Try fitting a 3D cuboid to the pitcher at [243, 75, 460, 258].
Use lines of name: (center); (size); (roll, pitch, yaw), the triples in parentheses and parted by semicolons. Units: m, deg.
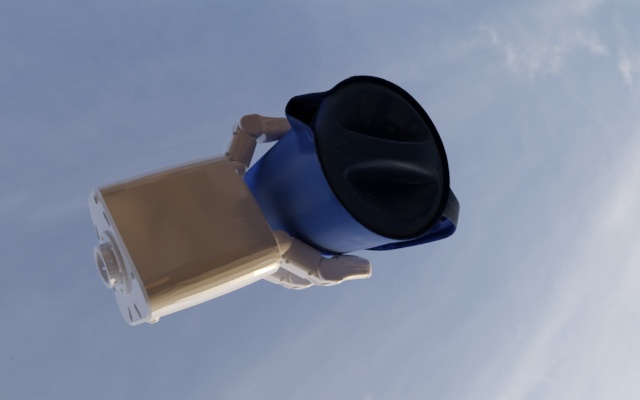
pitcher: (0.000, 0.001, 0.458); (0.145, 0.149, 0.243); (-20, -4, -36)
